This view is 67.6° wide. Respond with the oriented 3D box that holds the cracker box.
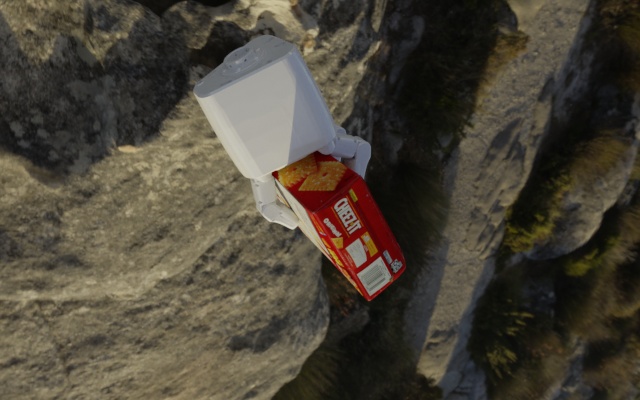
[{"bbox_3d":[0.000,0.002,0.598,0.072,0.164,0.213,-38,38,-8],"label":"cracker box"}]
